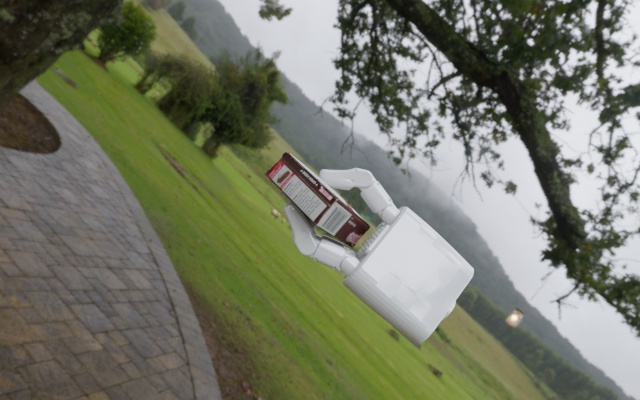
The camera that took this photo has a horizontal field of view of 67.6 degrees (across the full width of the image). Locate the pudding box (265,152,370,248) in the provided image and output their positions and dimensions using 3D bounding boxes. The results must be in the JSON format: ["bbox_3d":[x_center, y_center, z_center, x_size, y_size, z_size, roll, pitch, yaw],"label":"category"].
[{"bbox_3d":[0.000,0.002,0.538,0.090,0.039,0.113,43,1,29],"label":"pudding box"}]
